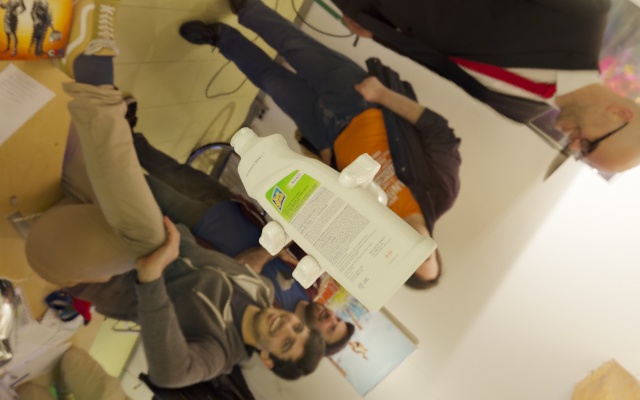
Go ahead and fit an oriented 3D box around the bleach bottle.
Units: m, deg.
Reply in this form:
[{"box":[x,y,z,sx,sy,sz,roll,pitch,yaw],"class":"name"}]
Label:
[{"box":[0.000,0.002,0.530,0.251,0.102,0.068,43,9,13],"class":"bleach bottle"}]
